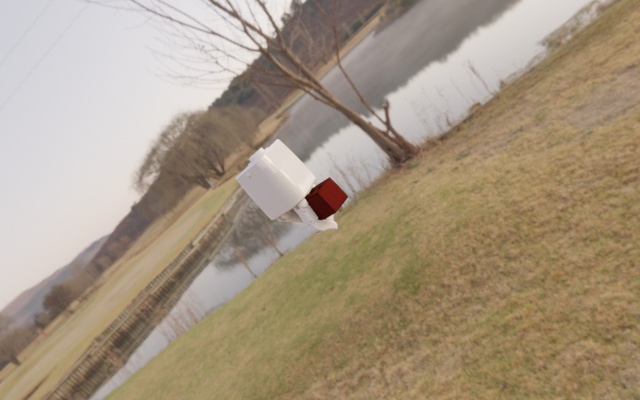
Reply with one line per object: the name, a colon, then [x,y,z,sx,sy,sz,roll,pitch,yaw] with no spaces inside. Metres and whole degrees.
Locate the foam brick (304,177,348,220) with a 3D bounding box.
foam brick: [0.000,0.003,0.880,0.078,0.051,0.053,-31,15,44]
